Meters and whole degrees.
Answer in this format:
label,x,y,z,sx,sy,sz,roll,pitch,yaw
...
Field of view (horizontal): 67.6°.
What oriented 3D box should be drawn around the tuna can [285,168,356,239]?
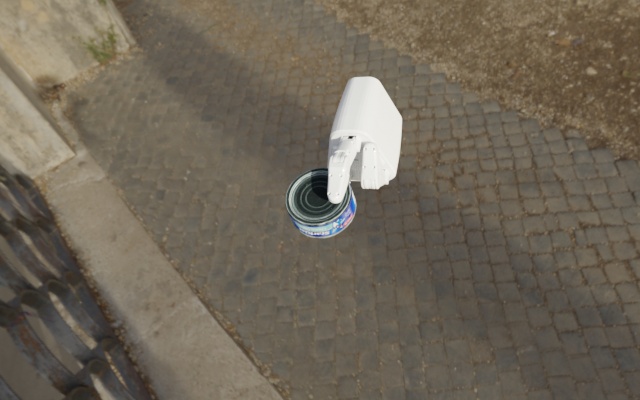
label,x,y,z,sx,sy,sz,roll,pitch,yaw
tuna can,0.000,0.002,0.597,0.086,0.086,0.034,0,-31,14
